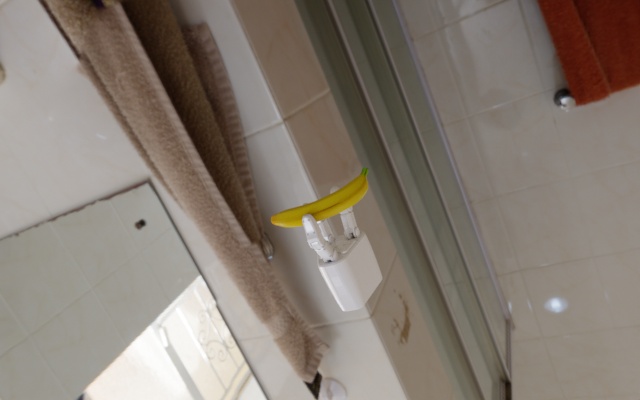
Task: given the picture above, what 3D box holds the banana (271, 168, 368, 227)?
[{"bbox_3d":[0.006,0.007,0.836,0.198,0.037,0.069,-26,21,0],"label":"banana"}]
